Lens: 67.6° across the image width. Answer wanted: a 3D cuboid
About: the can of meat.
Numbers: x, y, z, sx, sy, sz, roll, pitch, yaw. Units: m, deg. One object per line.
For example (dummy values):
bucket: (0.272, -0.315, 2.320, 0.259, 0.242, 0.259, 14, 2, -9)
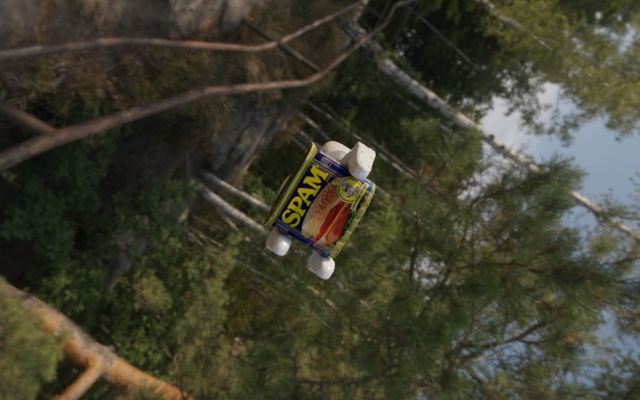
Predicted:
can of meat: (0.000, 0.002, 0.524, 0.084, 0.102, 0.057, 31, 7, -10)
